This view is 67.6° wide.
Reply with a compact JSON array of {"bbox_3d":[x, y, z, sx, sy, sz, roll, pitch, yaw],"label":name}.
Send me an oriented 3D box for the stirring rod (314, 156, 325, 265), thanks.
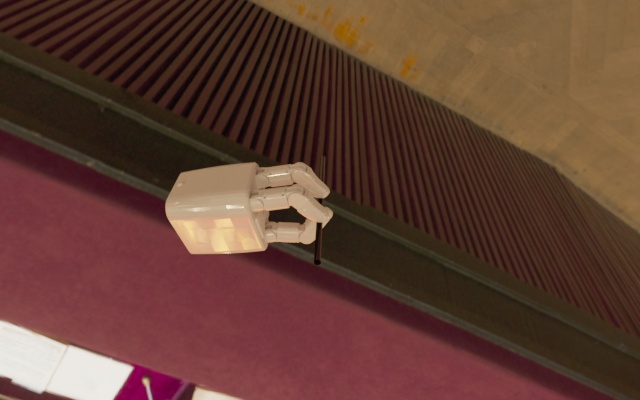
[{"bbox_3d":[0.000,0.002,0.635,0.011,0.011,0.239,0,34,2],"label":"stirring rod"}]
